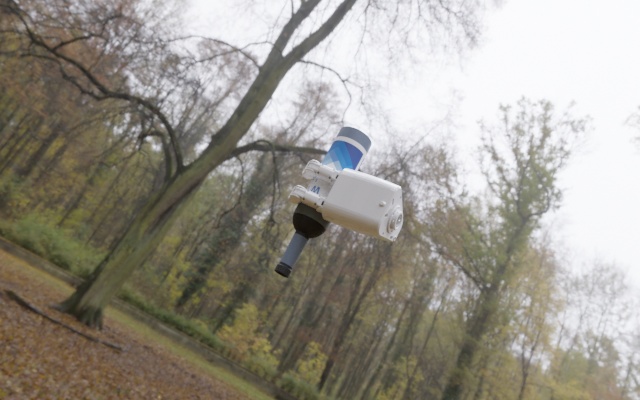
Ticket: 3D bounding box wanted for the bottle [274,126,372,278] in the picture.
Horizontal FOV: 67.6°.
[{"bbox_3d":[0.000,0.003,0.858,0.069,0.295,0.069,26,-18,9],"label":"bottle"}]
